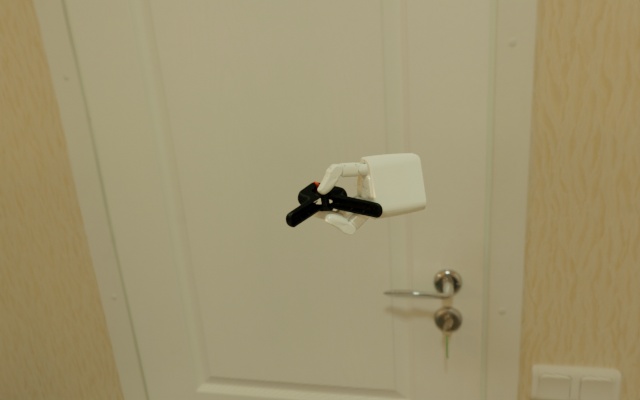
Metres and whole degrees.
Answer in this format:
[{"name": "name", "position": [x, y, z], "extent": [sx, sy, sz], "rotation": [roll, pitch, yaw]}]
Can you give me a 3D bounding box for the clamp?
[{"name": "clamp", "position": [0.000, 0.002, 0.878], "extent": [0.164, 0.036, 0.210], "rotation": [-7, 17, -15]}]
